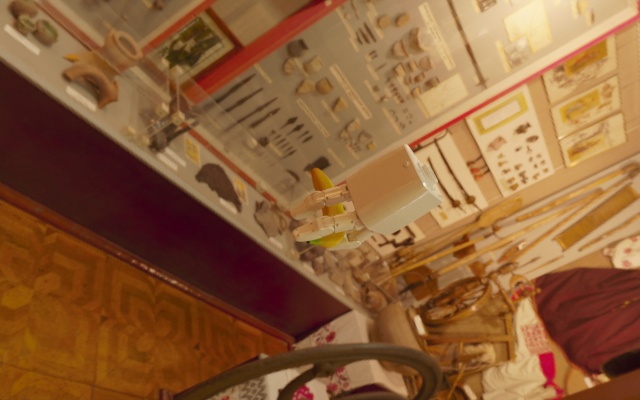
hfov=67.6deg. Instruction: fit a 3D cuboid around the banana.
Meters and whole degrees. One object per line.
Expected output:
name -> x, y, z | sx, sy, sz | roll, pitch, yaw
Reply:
banana -> 0.012, 0.016, 0.786 | 0.037, 0.070, 0.197 | -34, 28, 22
